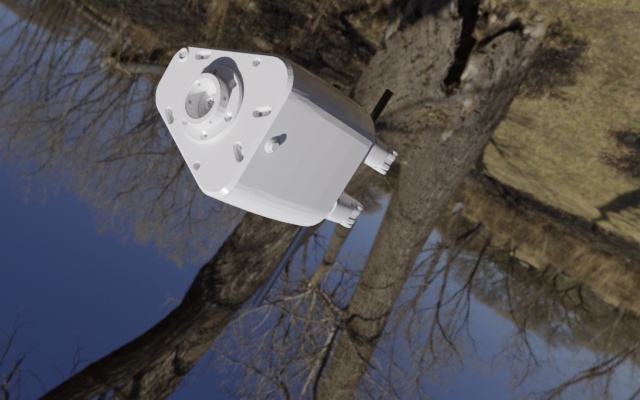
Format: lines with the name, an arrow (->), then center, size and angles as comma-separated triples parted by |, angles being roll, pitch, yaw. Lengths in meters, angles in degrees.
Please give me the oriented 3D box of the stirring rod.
stirring rod -> 0.000, 0.001, 0.451 | 0.011, 0.239, 0.011 | 31, 8, -5
